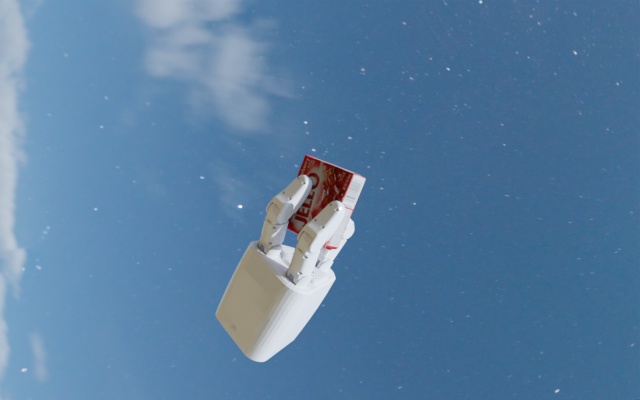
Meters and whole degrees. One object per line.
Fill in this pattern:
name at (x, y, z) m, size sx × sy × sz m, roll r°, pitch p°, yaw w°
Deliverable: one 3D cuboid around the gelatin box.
gelatin box at (0.000, 0.002, 0.540) m, size 0.073 × 0.089 × 0.030 m, roll 24°, pitch 4°, yaw 36°
